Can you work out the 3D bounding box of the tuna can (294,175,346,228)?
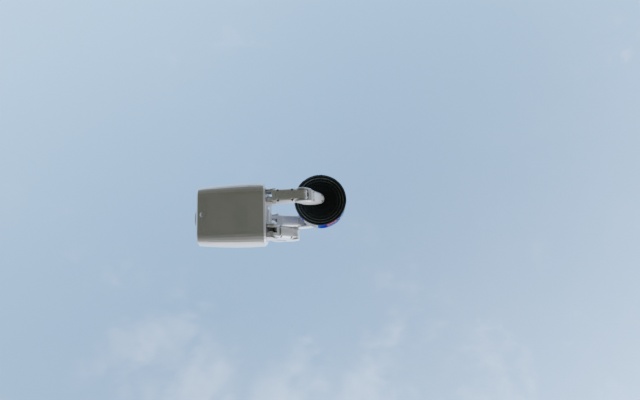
[{"bbox_3d":[0.000,0.003,0.797,0.086,0.086,0.034,0,-14,2],"label":"tuna can"}]
